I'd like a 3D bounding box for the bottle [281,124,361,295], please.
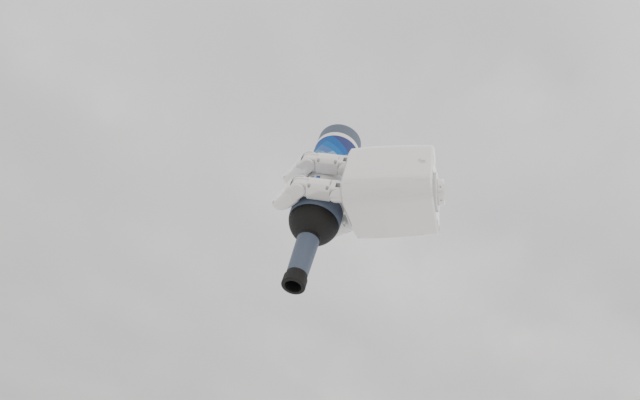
[{"bbox_3d":[0.000,0.002,0.631,0.069,0.069,0.295,0,39,15],"label":"bottle"}]
